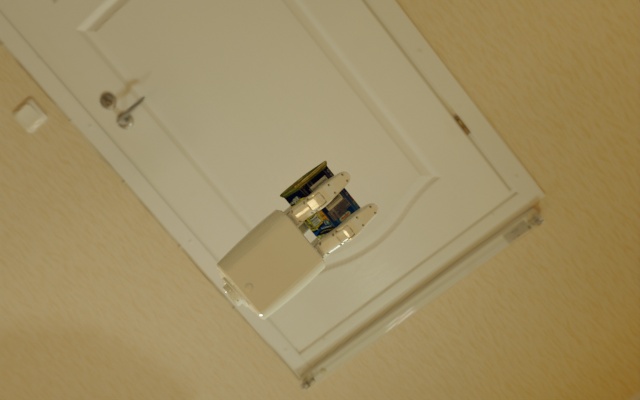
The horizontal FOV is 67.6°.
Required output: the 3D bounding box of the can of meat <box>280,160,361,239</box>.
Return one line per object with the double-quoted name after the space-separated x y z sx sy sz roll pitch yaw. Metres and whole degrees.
0.000 0.002 0.655 0.057 0.084 0.102 -41 6 -22 "can of meat"
